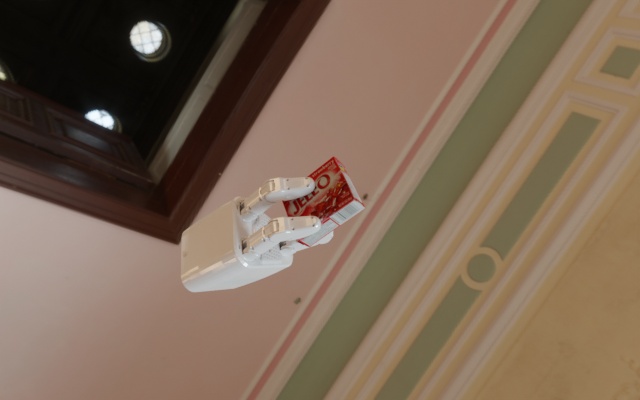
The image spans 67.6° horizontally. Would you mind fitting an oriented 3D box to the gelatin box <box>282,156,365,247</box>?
[{"bbox_3d":[0.001,0.002,0.577,0.089,0.073,0.030,-36,-40,16],"label":"gelatin box"}]
